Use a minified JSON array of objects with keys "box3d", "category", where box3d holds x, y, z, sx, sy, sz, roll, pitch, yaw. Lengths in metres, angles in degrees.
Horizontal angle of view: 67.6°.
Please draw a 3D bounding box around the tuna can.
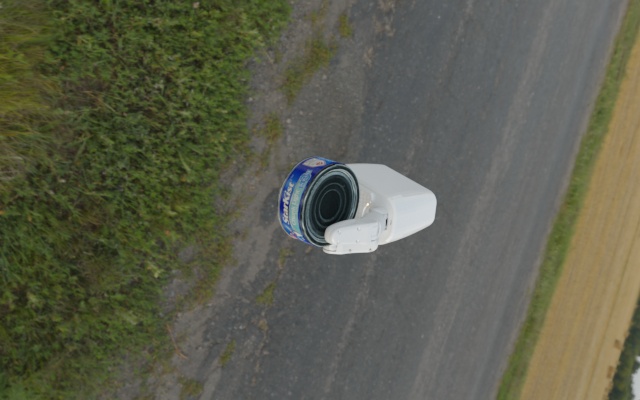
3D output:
[{"box3d":[0.000,0.002,0.468,0.033,0.086,0.086,19,12,40],"category":"tuna can"}]
